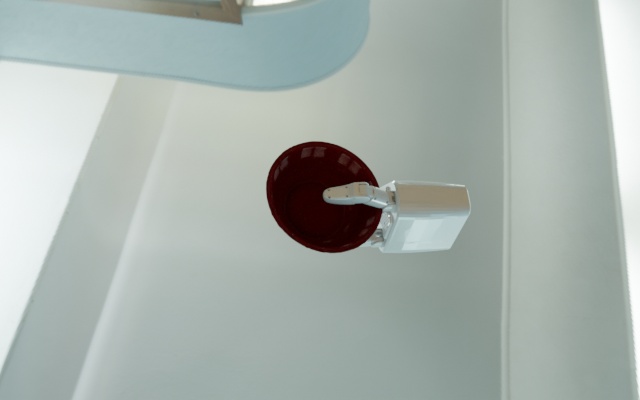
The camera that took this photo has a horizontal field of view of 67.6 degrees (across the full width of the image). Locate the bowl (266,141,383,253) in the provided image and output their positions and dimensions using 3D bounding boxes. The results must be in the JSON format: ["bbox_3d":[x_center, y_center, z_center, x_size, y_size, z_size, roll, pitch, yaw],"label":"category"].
[{"bbox_3d":[-0.001,0.002,0.650,0.162,0.162,0.055,0,-24,-19],"label":"bowl"}]
